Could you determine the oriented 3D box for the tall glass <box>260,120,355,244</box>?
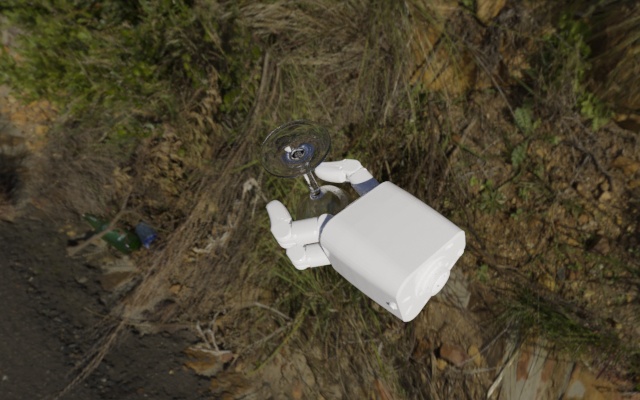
[{"bbox_3d":[0.000,0.001,0.556,0.079,0.079,0.201,0,-33,18],"label":"tall glass"}]
